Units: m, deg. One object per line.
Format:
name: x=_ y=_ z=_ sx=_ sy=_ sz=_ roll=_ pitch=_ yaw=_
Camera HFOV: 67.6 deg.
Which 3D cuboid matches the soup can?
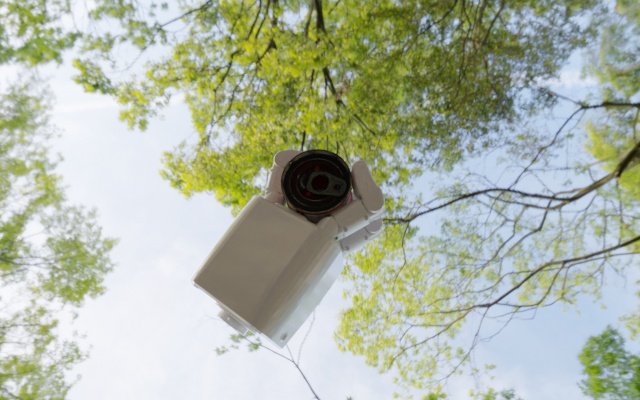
soup can: x=0.000 y=0.001 z=0.496 sx=0.068 sy=0.068 sz=0.102 roll=0 pitch=-24 yaw=5
